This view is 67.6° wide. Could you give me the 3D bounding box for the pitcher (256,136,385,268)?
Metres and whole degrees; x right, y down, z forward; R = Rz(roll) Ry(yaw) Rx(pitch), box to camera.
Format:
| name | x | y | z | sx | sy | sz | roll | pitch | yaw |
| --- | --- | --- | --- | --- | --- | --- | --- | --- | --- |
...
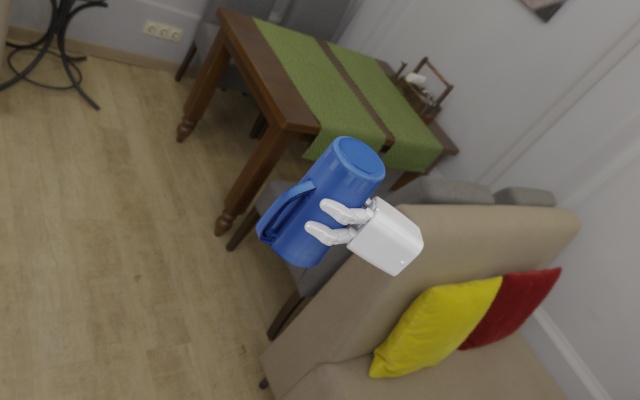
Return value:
| name | x | y | z | sx | sy | sz | roll | pitch | yaw |
| --- | --- | --- | --- | --- | --- | --- | --- | --- | --- |
| pitcher | 0.000 | 0.003 | 0.867 | 0.145 | 0.243 | 0.149 | 34 | 34 | -5 |
